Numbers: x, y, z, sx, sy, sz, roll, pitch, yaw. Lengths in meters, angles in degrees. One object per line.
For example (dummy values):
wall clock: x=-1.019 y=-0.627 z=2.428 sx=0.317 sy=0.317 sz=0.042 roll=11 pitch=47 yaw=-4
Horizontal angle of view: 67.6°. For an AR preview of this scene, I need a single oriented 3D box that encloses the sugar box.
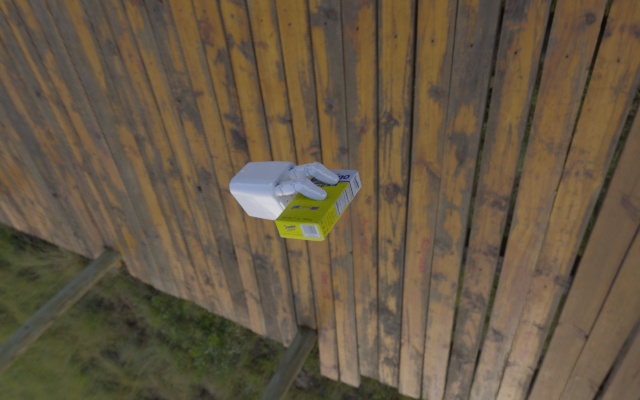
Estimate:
sugar box: x=0.000 y=0.003 z=0.894 sx=0.093 sy=0.048 sz=0.176 roll=3 pitch=38 yaw=29
